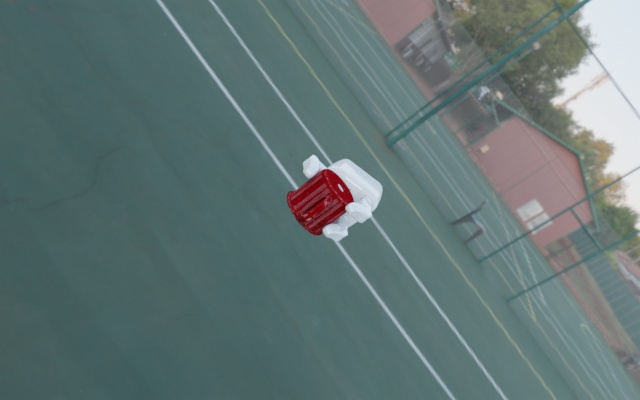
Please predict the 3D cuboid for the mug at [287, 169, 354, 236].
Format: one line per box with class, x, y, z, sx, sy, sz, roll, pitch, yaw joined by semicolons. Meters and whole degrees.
mug;0.000;0.003;0.800;0.081;0.093;0.117;-37;4;20
